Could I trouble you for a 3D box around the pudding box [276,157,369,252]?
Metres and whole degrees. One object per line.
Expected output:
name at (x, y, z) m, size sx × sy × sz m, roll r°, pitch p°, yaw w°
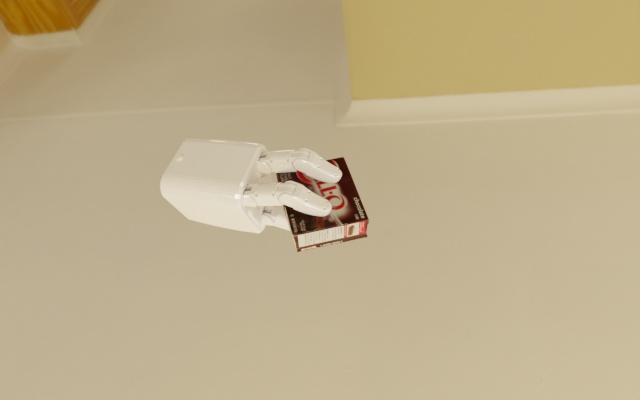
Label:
pudding box at (0.000, 0.002, 0.581) m, size 0.090 × 0.113 × 0.039 m, roll -12°, pitch -39°, yaw -7°
